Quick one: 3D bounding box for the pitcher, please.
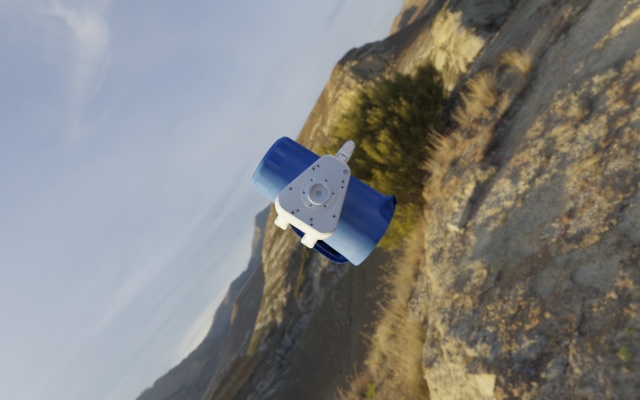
[{"bbox_3d":[0.000,0.003,0.846,0.243,0.149,0.145,34,-6,0],"label":"pitcher"}]
